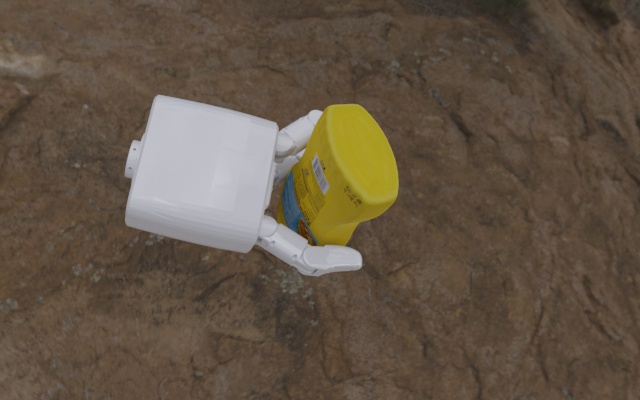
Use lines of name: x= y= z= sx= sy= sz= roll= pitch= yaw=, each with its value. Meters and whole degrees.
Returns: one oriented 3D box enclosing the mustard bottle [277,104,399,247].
mustard bottle: x=0.000 y=0.001 z=0.456 sx=0.058 sy=0.096 sz=0.192 roll=-10 pitch=-22 yaw=-28
